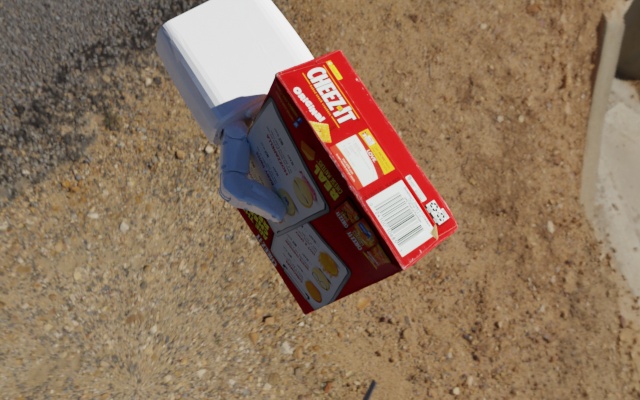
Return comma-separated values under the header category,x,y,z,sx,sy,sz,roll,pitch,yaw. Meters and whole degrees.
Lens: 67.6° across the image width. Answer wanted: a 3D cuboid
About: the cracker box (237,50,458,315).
category,x,y,z,sx,sy,sz,roll,pitch,yaw
cracker box,0.000,0.001,0.427,0.072,0.164,0.214,-30,-8,-28
